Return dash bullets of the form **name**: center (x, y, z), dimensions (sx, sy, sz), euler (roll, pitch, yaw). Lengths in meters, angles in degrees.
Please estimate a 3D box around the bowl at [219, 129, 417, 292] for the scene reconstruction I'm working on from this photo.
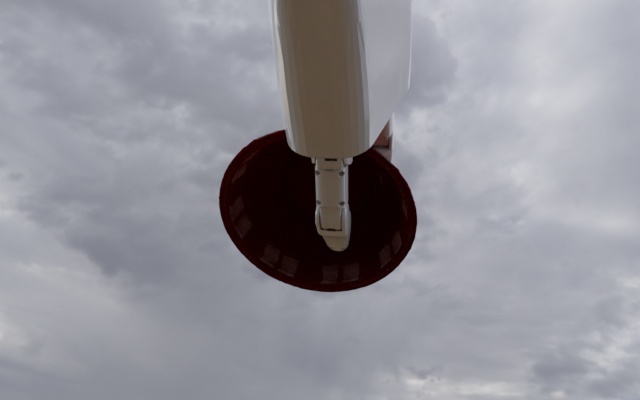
- **bowl**: center (0.000, 0.002, 0.406), dimensions (0.162, 0.162, 0.055), euler (0, 33, 12)
